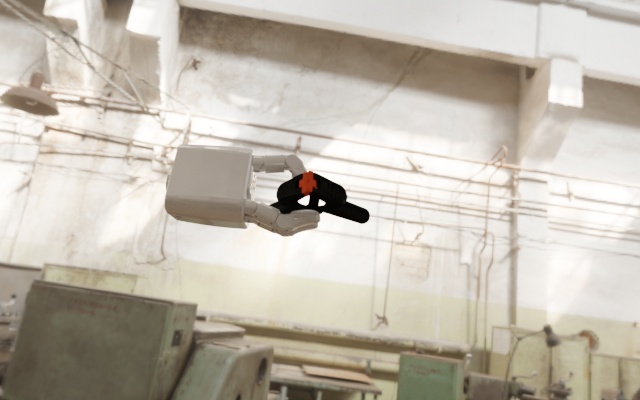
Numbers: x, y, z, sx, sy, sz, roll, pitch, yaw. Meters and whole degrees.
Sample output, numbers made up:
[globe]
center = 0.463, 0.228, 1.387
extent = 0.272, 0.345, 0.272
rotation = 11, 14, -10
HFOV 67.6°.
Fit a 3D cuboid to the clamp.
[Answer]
[clamp]
center = 0.000, 0.001, 0.673
extent = 0.164, 0.036, 0.210
rotation = 3, -13, -3
